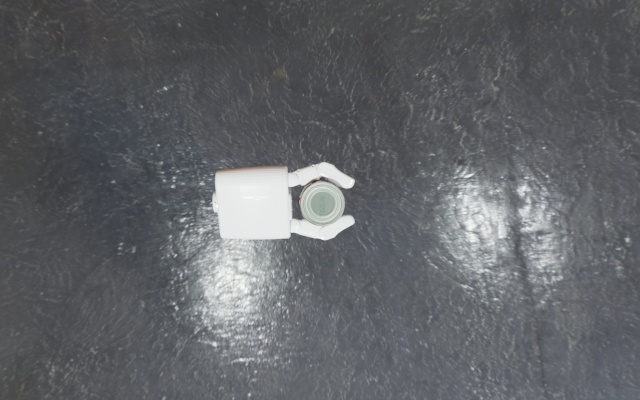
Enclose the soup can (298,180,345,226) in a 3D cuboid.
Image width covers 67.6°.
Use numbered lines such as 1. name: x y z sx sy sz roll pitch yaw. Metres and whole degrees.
1. soup can: 0.001 0.003 0.738 0.068 0.068 0.102 0 2 -3
